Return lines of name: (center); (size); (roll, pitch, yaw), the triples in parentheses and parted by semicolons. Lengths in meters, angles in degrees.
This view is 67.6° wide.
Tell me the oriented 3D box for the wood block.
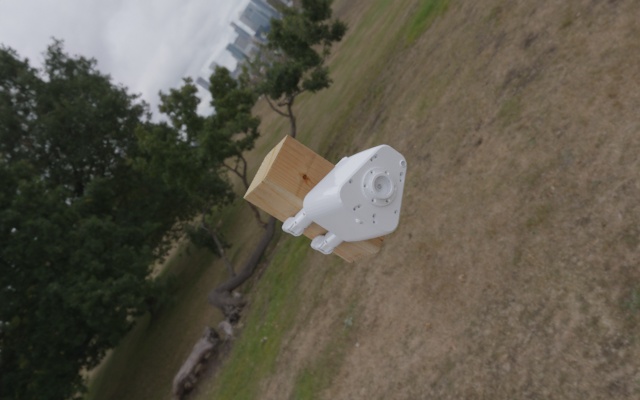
wood block: (0.000, 0.002, 0.748); (0.206, 0.090, 0.090); (33, -32, -16)
